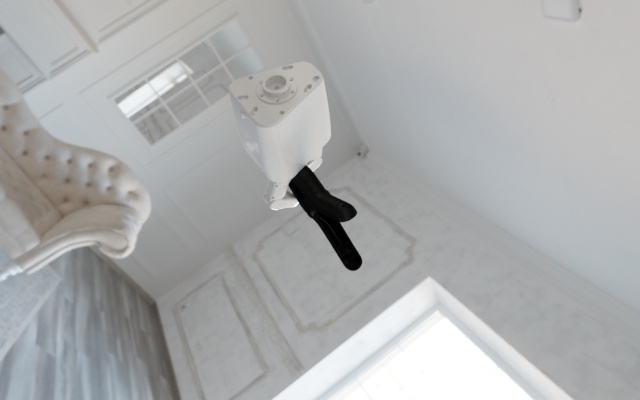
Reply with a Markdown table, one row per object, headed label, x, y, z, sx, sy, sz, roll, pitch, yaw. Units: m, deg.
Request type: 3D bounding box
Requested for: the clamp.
| label | x | y | z | sx | sy | sz | roll | pitch | yaw |
| --- | --- | --- | --- | --- | --- | --- | --- | --- | --- |
| clamp | 0.001 | 0.002 | 0.615 | 0.039 | 0.171 | 0.120 | -28 | -30 | -22 |
